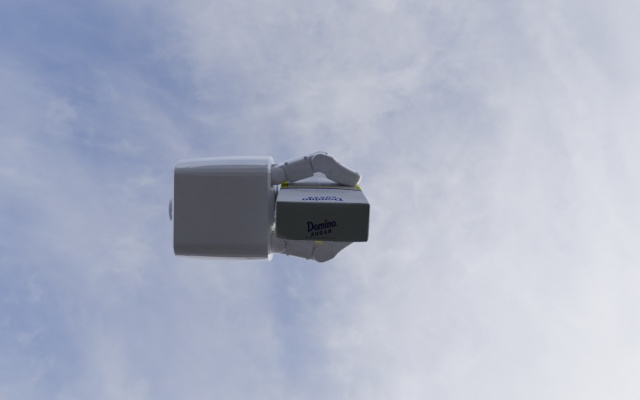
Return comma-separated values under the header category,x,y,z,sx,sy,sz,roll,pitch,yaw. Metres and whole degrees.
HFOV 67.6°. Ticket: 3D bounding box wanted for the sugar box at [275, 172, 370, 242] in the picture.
category,x,y,z,sx,sy,sz,roll,pitch,yaw
sugar box,0.000,0.002,0.541,0.093,0.048,0.176,2,15,-1
